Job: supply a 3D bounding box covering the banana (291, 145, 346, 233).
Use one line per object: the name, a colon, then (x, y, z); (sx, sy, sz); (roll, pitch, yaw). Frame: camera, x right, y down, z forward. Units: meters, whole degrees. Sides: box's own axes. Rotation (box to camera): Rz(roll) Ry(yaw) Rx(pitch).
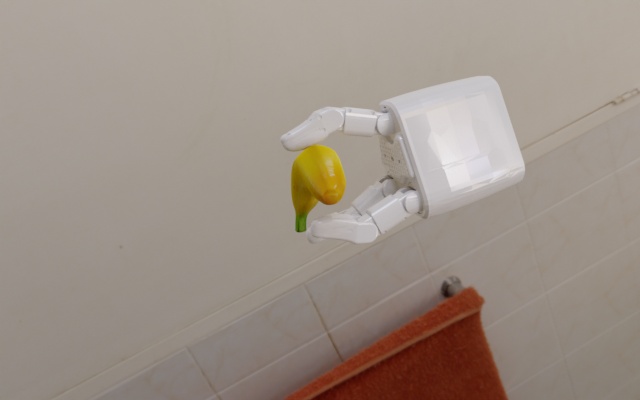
banana: (-0.004, -0.016, 0.436); (0.037, 0.069, 0.198); (-9, -9, -9)
